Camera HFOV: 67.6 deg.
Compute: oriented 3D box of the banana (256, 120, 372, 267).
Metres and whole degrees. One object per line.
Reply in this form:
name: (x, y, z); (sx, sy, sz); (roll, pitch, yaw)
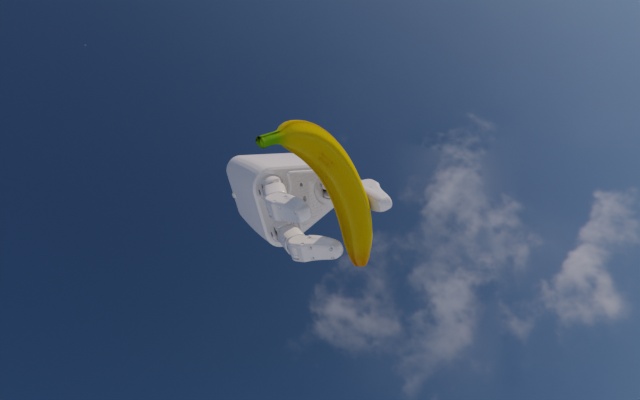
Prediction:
banana: (0.010, -0.014, 0.481); (0.037, 0.069, 0.198); (23, -24, 53)
